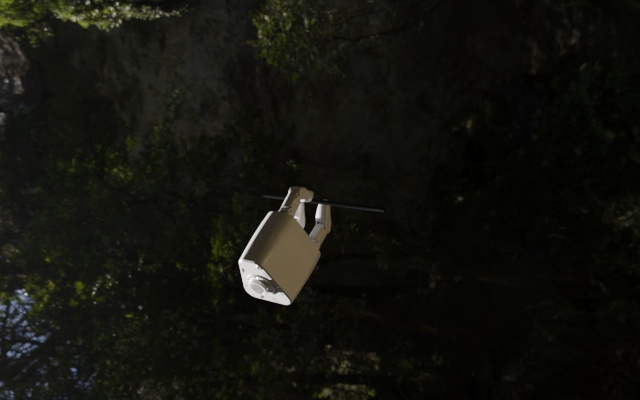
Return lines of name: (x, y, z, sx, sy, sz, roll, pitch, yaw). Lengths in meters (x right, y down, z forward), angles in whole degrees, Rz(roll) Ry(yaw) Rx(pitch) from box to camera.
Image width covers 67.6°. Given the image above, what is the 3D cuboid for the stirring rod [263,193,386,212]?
stirring rod: (0.000, 0.003, 0.838, 0.239, 0.011, 0.011, 7, 3, 28)
